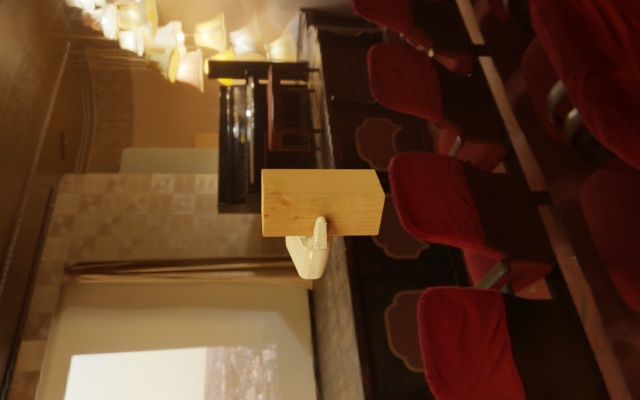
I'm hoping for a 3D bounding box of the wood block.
[{"bbox_3d":[0.000,0.003,0.852,0.206,0.090,0.090,-1,36,-9],"label":"wood block"}]
